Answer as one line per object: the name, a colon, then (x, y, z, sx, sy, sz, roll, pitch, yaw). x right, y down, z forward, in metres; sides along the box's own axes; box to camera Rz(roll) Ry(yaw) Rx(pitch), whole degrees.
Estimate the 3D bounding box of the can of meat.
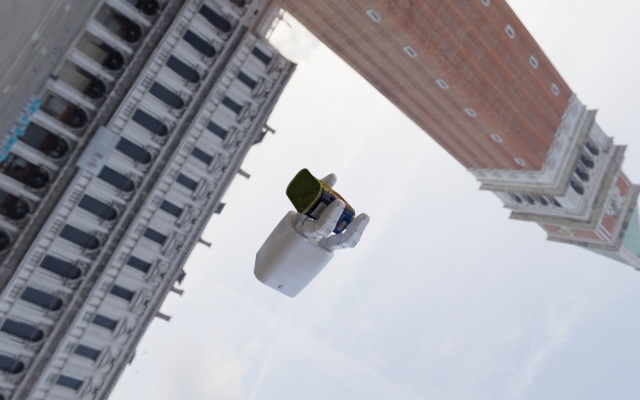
can of meat: (0.000, 0.003, 0.782, 0.084, 0.057, 0.102, 34, 9, -30)
